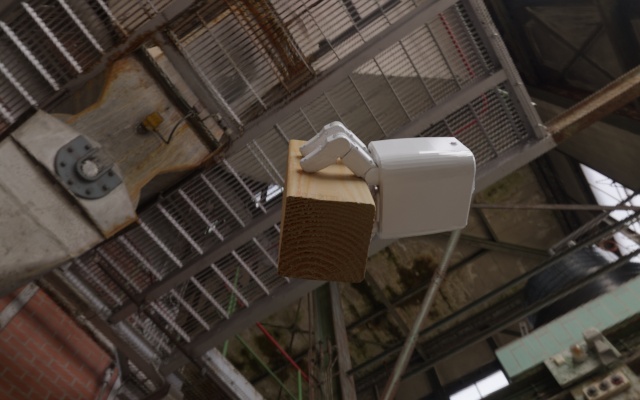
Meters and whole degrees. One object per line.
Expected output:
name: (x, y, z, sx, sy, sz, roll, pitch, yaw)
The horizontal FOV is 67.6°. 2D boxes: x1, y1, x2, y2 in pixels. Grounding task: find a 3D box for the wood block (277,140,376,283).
wood block: (0.000, 0.002, 0.563, 0.090, 0.091, 0.206, 5, 21, -5)
